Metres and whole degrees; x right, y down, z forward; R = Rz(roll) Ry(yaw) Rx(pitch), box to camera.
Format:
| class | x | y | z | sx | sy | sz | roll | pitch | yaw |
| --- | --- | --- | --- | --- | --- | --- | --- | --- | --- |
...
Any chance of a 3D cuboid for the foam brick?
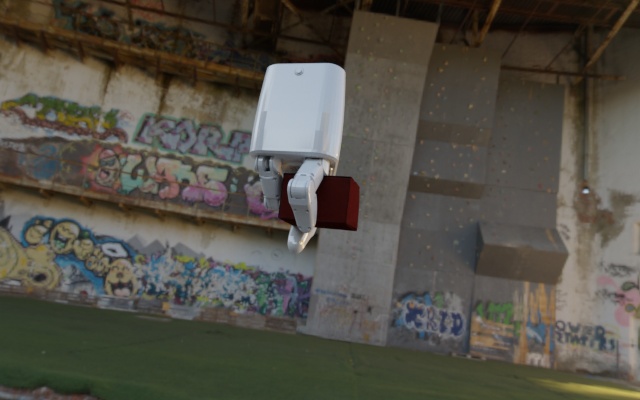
| class | x | y | z | sx | sy | sz | roll | pitch | yaw |
| --- | --- | --- | --- | --- | --- | --- | --- | --- | --- |
| foam brick | 0.000 | 0.002 | 0.522 | 0.078 | 0.051 | 0.053 | 4 | -11 | 16 |
